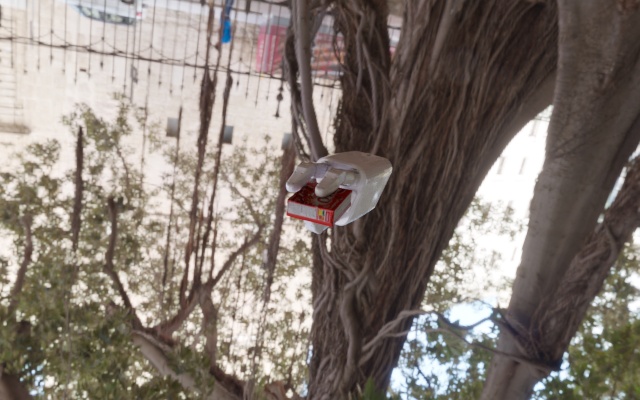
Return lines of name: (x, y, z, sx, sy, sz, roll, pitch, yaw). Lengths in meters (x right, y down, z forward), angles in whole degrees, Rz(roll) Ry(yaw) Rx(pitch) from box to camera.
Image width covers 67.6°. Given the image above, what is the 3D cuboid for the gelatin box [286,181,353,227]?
gelatin box: (0.000, 0.003, 0.713, 0.073, 0.030, 0.089, 14, 26, 18)
